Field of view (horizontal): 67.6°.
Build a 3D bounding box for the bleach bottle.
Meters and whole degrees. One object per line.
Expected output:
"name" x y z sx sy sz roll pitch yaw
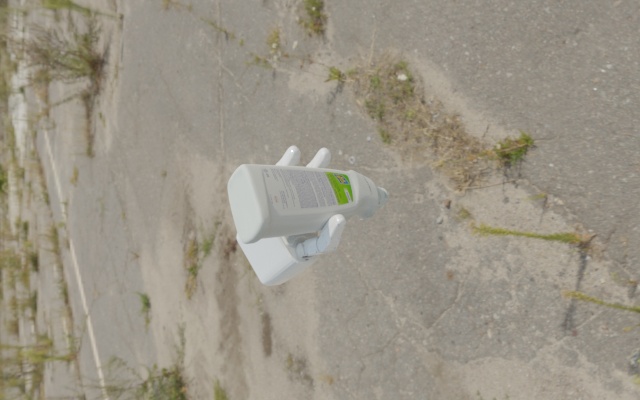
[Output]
"bleach bottle" 0.000 0.002 0.676 0.251 0.102 0.068 0 -29 -37
